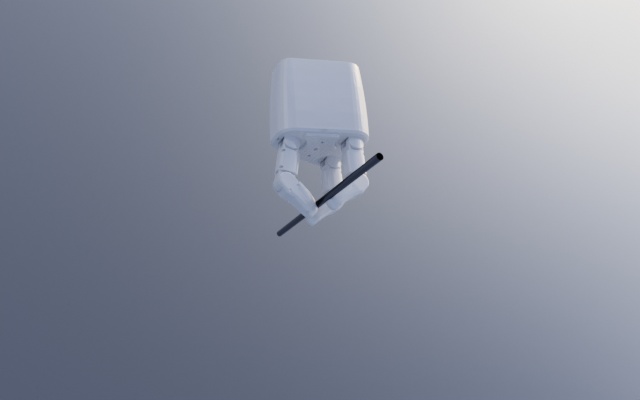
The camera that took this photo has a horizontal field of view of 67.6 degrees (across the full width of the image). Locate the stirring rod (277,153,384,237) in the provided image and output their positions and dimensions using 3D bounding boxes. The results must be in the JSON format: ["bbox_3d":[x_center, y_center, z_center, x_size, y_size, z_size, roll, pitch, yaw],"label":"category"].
[{"bbox_3d":[0.000,0.002,0.539,0.011,0.011,0.240,0,-21,-29],"label":"stirring rod"}]
